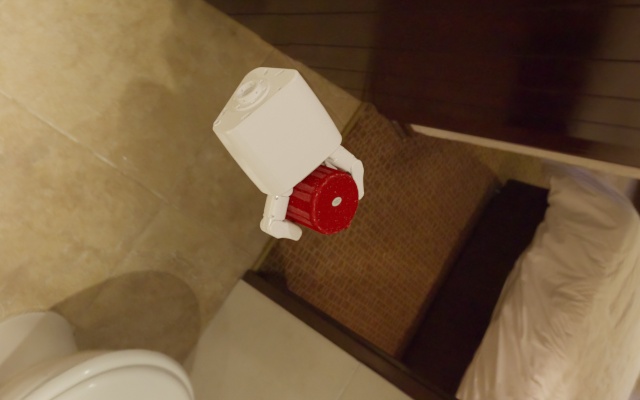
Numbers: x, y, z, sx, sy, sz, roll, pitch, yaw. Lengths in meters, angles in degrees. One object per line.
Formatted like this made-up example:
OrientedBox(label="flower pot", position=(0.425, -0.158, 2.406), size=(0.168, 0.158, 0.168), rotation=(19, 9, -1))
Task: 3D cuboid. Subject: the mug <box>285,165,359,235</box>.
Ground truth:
OrientedBox(label="mug", position=(0.001, 0.003, 0.621), size=(0.081, 0.093, 0.117), rotation=(21, -23, 46))
